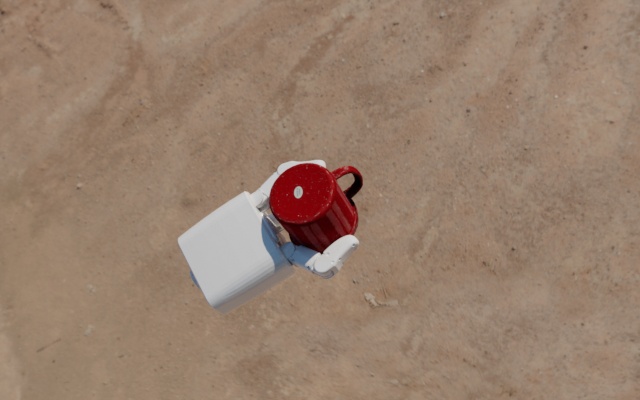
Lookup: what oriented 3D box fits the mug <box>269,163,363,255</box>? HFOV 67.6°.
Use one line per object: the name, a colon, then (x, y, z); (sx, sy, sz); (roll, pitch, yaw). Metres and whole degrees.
mug: (0.001, 0.001, 0.564); (0.117, 0.093, 0.081); (-35, -34, 0)
